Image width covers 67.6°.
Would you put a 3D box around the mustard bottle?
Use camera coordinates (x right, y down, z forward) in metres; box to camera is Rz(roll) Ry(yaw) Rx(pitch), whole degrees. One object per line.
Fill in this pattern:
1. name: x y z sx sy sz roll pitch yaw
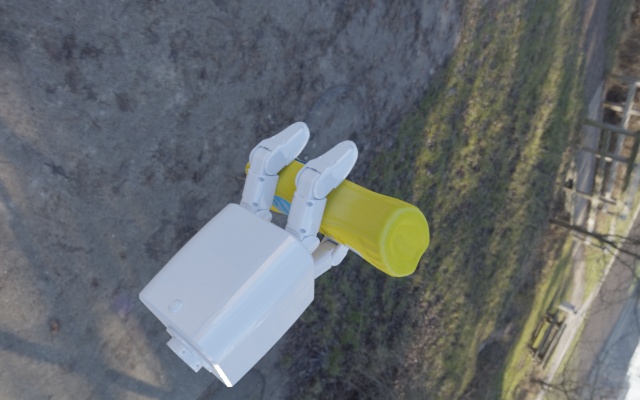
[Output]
1. mustard bottle: 0.000 0.001 0.437 0.191 0.058 0.096 26 -6 34
